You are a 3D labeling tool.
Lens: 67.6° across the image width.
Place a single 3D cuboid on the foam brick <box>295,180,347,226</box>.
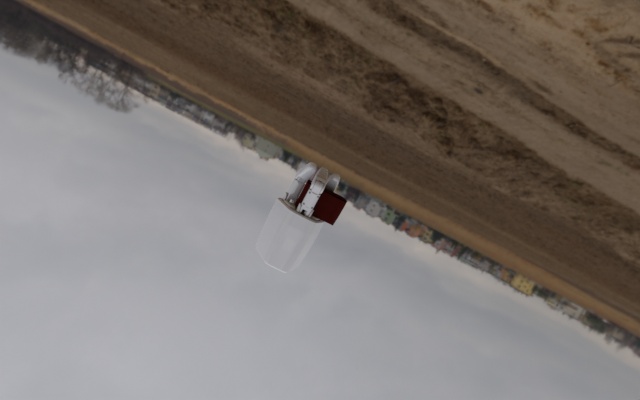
[{"bbox_3d":[0.000,0.003,0.865,0.078,0.051,0.053,27,5,-6],"label":"foam brick"}]
